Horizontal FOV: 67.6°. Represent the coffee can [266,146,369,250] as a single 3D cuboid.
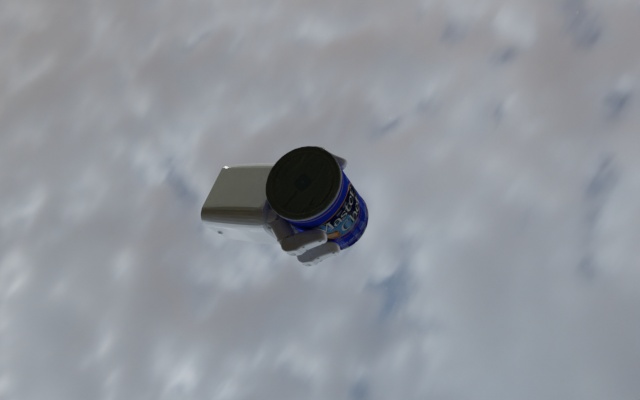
[{"bbox_3d":[0.000,0.002,0.662,0.103,0.102,0.140,0,-22,21],"label":"coffee can"}]
